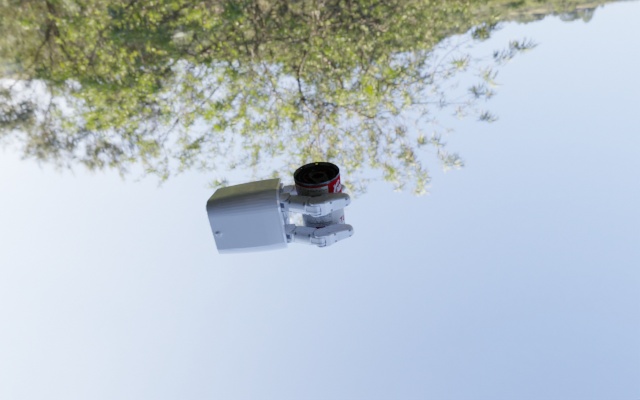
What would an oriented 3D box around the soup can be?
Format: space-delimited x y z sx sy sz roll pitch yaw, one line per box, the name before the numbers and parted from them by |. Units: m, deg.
soup can | 0.001 0.002 0.714 0.068 0.102 0.068 -6 31 4
